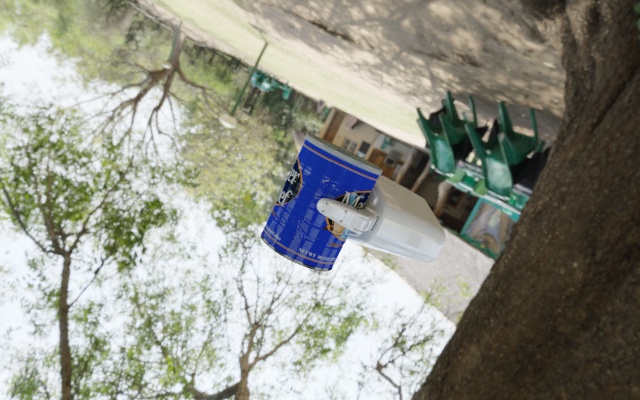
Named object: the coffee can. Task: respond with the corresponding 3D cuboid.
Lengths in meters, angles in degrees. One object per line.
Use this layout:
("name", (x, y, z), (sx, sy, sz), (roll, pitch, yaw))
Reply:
("coffee can", (0.000, 0.002, 0.594), (0.103, 0.140, 0.103), (25, 10, -5))
